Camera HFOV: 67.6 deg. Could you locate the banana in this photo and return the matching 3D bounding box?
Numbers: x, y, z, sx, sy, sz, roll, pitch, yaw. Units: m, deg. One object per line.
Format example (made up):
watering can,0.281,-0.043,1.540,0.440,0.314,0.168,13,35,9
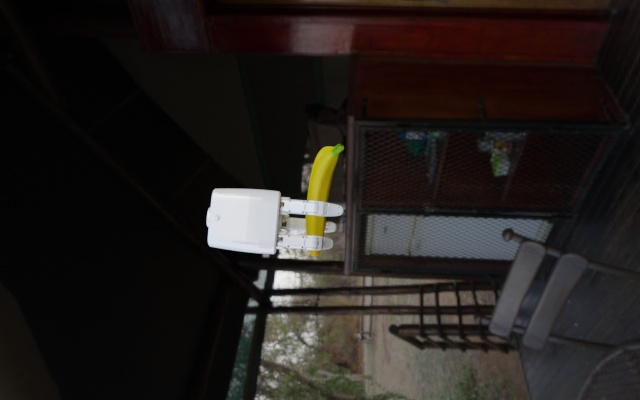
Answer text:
banana,-0.001,-0.007,0.792,0.037,0.198,0.069,7,21,-9
